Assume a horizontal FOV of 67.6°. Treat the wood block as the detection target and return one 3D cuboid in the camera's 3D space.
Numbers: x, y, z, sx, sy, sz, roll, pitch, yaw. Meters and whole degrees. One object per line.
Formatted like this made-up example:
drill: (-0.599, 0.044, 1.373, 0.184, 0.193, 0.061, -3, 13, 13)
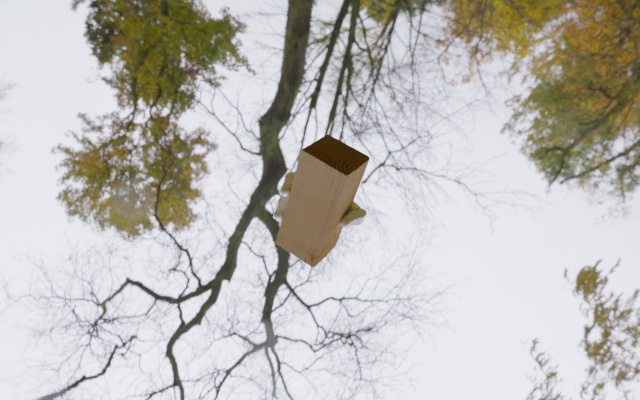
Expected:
wood block: (0.001, 0.003, 0.843, 0.091, 0.206, 0.090, 30, 37, 17)
